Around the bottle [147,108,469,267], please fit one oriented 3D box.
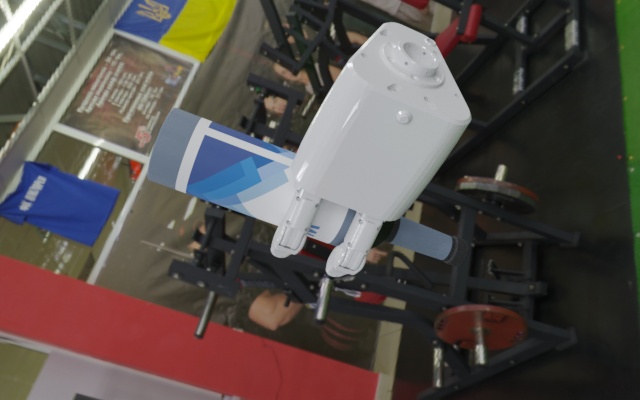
[{"bbox_3d":[0.000,0.001,0.435,0.296,0.069,0.069,20,-4,-10],"label":"bottle"}]
